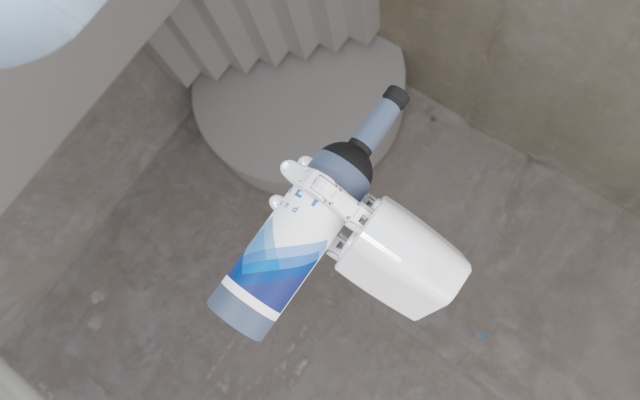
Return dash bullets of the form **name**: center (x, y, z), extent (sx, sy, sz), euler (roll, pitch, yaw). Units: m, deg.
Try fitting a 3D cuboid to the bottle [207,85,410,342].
- **bottle**: center (0.000, 0.002, 0.493), extent (0.069, 0.295, 0.069), euler (35, -9, 6)
